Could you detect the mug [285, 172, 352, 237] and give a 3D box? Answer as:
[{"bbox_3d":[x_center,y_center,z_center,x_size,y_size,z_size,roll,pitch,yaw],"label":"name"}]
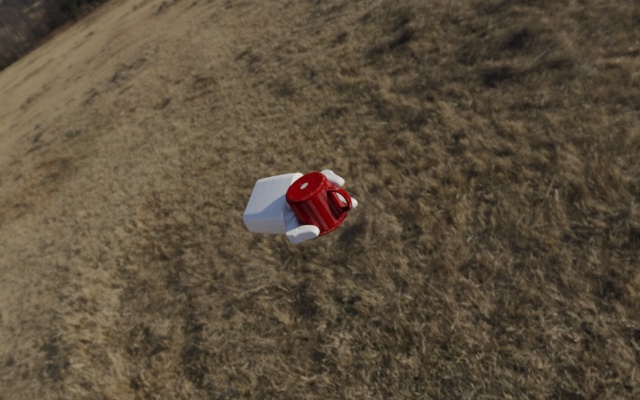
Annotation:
[{"bbox_3d":[0.001,0.003,0.839,0.117,0.081,0.093,-6,40,36],"label":"mug"}]
